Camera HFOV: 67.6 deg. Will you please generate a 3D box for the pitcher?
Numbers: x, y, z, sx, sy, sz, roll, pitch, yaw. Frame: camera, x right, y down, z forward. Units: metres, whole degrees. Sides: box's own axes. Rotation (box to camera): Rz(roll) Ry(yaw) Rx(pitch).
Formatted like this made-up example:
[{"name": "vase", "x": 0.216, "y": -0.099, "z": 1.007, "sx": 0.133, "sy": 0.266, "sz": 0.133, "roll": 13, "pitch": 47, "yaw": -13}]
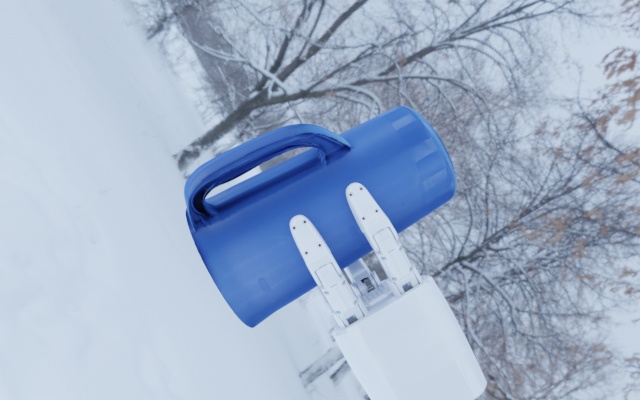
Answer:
[{"name": "pitcher", "x": 0.000, "y": 0.002, "z": 0.461, "sx": 0.243, "sy": 0.145, "sz": 0.149, "roll": -30, "pitch": -4, "yaw": -4}]
